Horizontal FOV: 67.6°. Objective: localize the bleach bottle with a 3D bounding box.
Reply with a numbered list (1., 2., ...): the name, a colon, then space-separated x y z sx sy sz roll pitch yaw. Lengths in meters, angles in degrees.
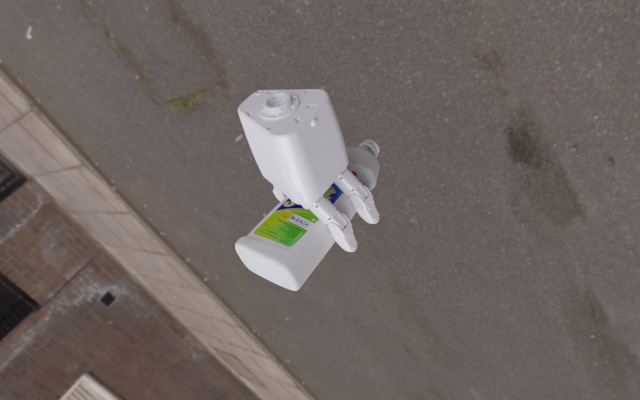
1. bleach bottle: 0.000 0.002 0.665 0.102 0.250 0.068 19 -34 33
